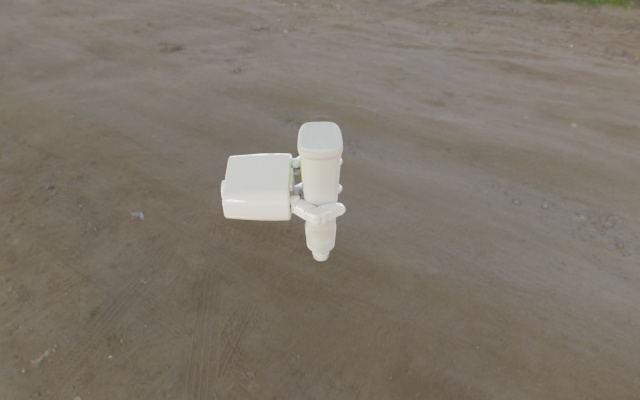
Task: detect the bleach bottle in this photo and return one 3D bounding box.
[{"bbox_3d":[0.000,0.003,0.793,0.068,0.251,0.102,-1,34,0],"label":"bleach bottle"}]
